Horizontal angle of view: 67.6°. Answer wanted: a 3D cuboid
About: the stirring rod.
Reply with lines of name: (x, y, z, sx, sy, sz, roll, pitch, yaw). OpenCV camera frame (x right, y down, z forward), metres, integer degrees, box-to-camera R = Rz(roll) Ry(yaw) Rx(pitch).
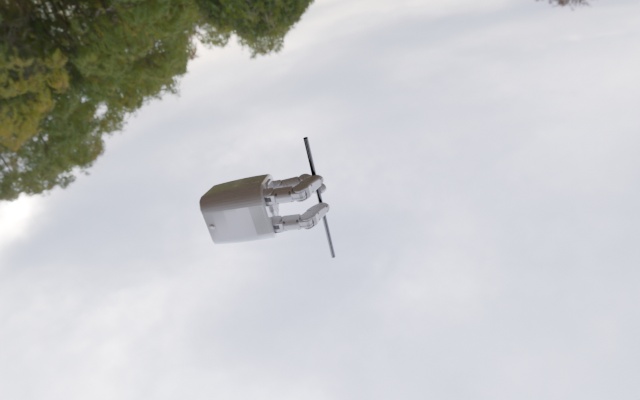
stirring rod: (0.000, 0.003, 0.801, 0.011, 0.240, 0.011, -9, 33, 6)
